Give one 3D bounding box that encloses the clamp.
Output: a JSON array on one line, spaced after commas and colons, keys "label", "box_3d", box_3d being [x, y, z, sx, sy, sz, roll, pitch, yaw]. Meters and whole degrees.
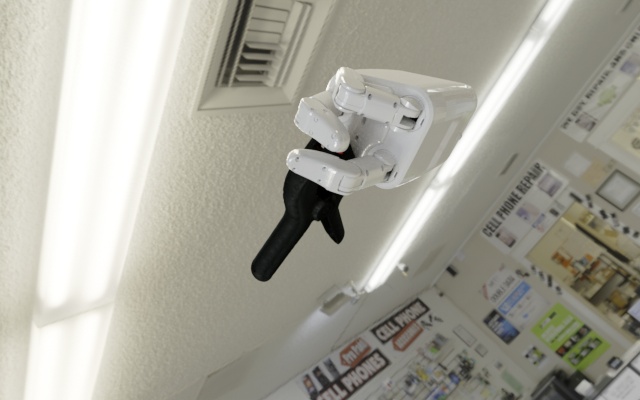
[{"label": "clamp", "box_3d": [0.000, 0.001, 0.467, 0.039, 0.171, 0.120, 41, 37, 22]}]
